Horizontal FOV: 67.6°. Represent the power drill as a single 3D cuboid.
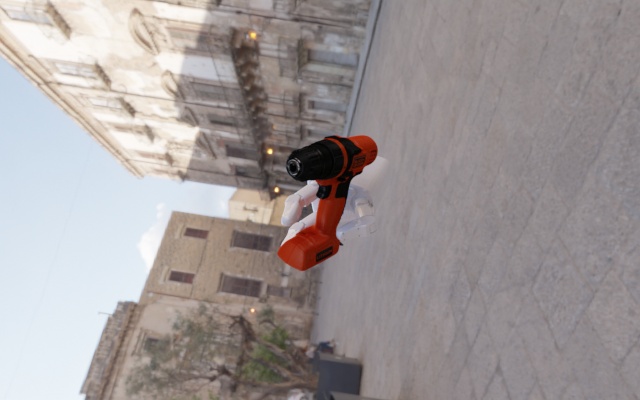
[{"bbox_3d":[0.000,0.002,0.655,0.057,0.188,0.184,33,28,26],"label":"power drill"}]
